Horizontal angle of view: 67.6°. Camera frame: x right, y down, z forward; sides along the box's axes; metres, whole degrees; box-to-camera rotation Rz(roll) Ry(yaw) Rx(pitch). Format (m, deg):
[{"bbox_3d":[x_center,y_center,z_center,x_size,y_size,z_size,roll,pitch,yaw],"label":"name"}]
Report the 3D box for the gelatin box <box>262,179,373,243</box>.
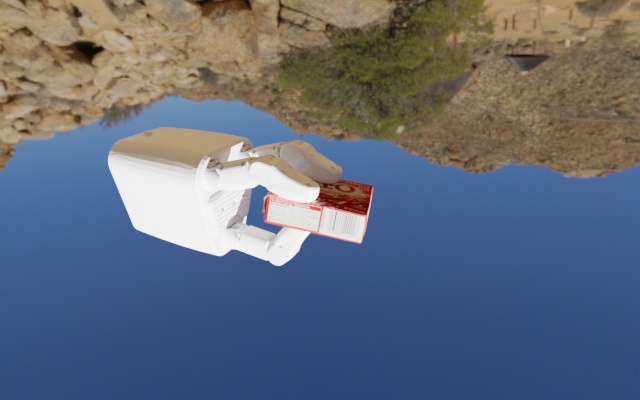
[{"bbox_3d":[0.000,0.002,0.433,0.089,0.030,0.073,12,23,5],"label":"gelatin box"}]
